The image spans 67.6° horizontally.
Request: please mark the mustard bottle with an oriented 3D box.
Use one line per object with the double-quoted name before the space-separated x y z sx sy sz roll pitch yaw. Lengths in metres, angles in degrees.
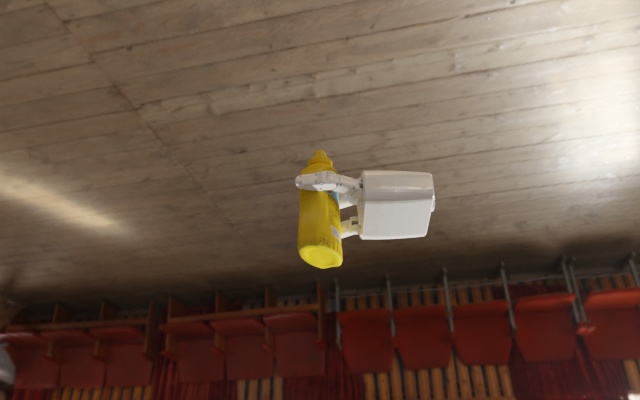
"mustard bottle" 0.000 0.003 0.751 0.058 0.191 0.096 -13 -32 21
